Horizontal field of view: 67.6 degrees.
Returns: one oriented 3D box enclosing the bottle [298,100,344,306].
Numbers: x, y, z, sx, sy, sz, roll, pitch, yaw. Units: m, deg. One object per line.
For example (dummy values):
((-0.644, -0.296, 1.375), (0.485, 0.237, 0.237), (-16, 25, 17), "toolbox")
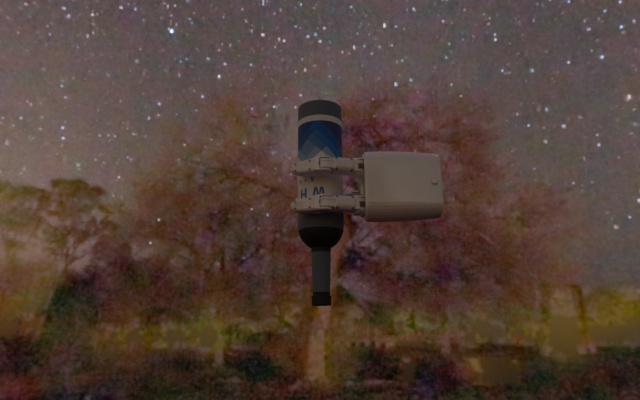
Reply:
((0.000, 0.002, 0.694), (0.069, 0.295, 0.069), (0, -15, 0), "bottle")
